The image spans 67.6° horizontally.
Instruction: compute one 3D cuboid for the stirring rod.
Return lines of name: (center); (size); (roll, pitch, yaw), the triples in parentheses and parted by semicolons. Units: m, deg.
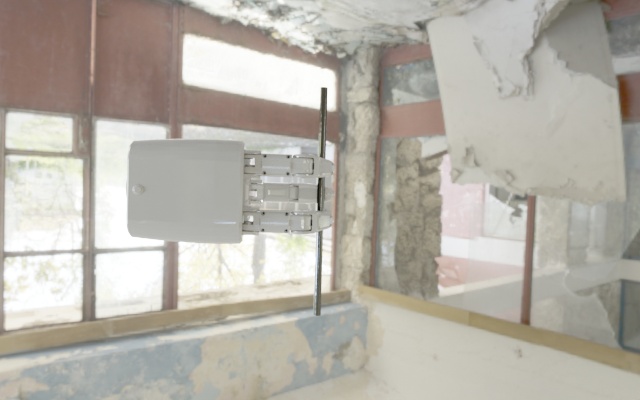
stirring rod: (0.000, 0.002, 0.505); (0.011, 0.239, 0.011); (2, 2, 0)
